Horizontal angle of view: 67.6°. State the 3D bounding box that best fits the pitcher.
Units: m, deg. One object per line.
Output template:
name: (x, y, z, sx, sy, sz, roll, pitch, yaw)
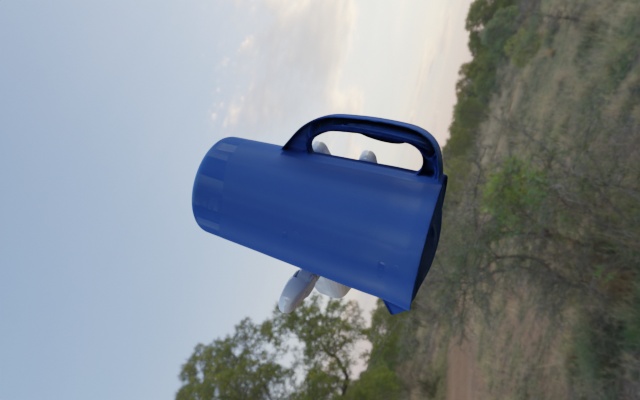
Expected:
pitcher: (0.000, 0.002, 0.482, 0.243, 0.149, 0.145, 16, -23, 16)
